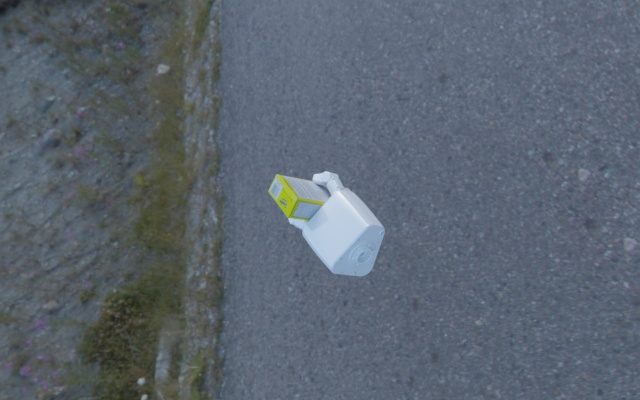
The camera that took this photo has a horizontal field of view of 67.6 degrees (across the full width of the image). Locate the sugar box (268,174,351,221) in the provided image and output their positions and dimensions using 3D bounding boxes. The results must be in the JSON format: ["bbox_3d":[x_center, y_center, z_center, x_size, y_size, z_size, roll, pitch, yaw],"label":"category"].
[{"bbox_3d":[0.000,0.003,0.891,0.176,0.048,0.093,13,25,-38],"label":"sugar box"}]
